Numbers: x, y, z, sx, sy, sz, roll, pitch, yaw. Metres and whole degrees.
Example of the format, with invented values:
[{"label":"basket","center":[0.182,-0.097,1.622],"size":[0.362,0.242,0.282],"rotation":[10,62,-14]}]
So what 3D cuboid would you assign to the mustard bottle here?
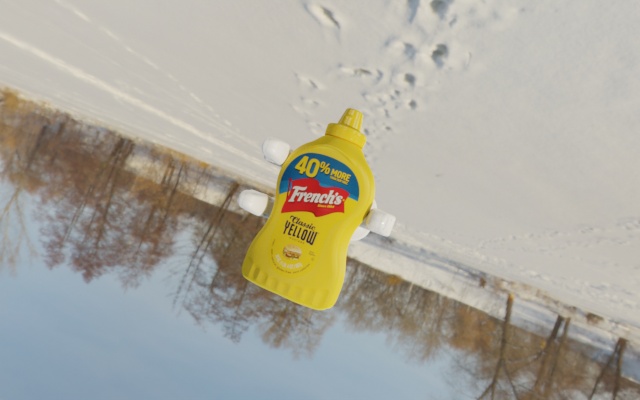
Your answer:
[{"label":"mustard bottle","center":[0.000,0.002,0.467],"size":[0.096,0.191,0.058],"rotation":[20,-2,19]}]
